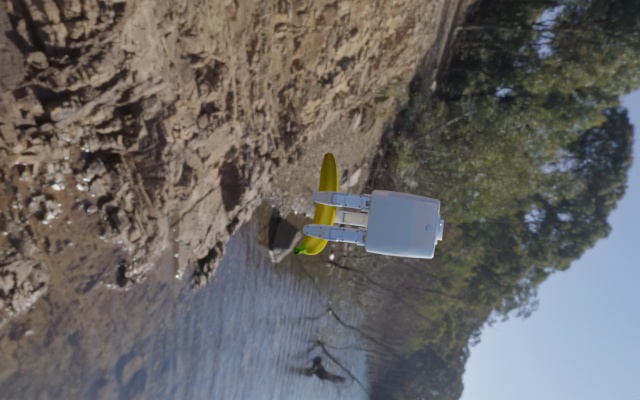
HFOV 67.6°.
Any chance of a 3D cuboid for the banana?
[{"bbox_3d":[0.004,0.015,0.822,0.037,0.197,0.070,6,-27,19],"label":"banana"}]
